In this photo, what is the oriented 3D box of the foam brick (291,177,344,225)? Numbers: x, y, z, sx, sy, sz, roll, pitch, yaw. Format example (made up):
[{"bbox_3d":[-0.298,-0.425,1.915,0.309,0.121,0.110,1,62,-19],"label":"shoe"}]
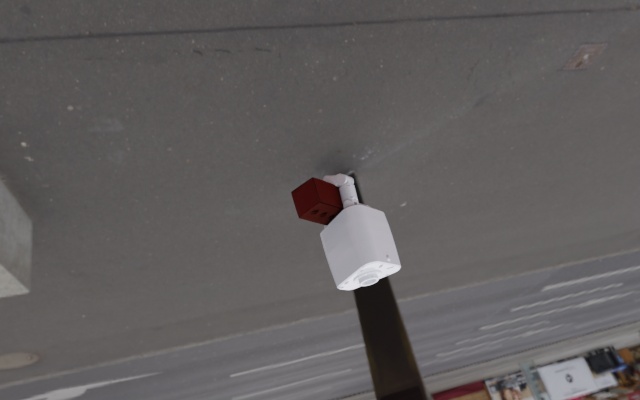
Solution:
[{"bbox_3d":[0.000,0.003,0.802,0.053,0.051,0.078,-35,-33,31],"label":"foam brick"}]
